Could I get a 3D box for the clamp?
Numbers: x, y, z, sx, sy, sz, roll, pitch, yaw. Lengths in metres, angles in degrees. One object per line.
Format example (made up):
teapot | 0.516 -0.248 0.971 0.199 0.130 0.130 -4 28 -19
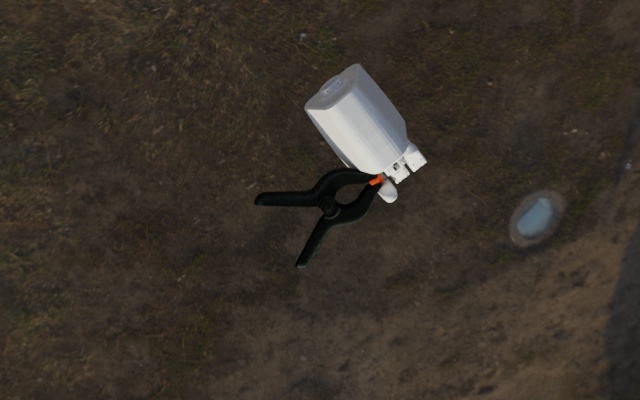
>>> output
clamp | 0.000 0.002 0.640 0.171 0.120 0.039 -39 20 5
